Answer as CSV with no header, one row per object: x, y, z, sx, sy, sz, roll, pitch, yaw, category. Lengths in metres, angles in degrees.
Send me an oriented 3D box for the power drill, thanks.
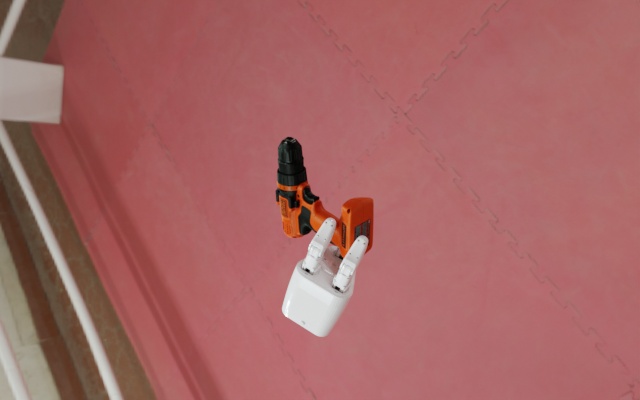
0.000,0.003,0.768,0.057,0.184,0.187,-27,38,-34,power drill
